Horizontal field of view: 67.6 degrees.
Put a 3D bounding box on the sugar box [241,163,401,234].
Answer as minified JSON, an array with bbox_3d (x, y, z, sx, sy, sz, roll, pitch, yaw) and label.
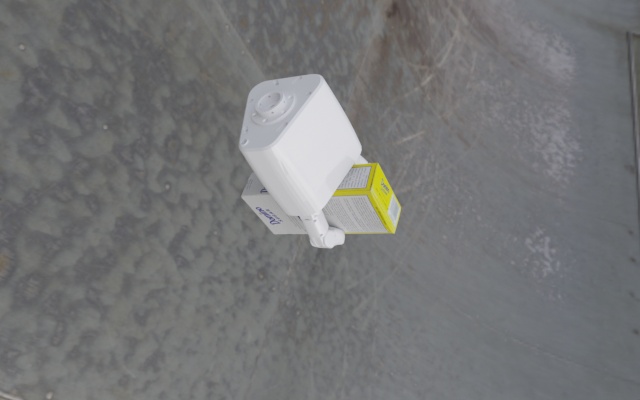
[{"bbox_3d":[0.000,0.001,0.589,0.176,0.048,0.093,0,-35,30],"label":"sugar box"}]
